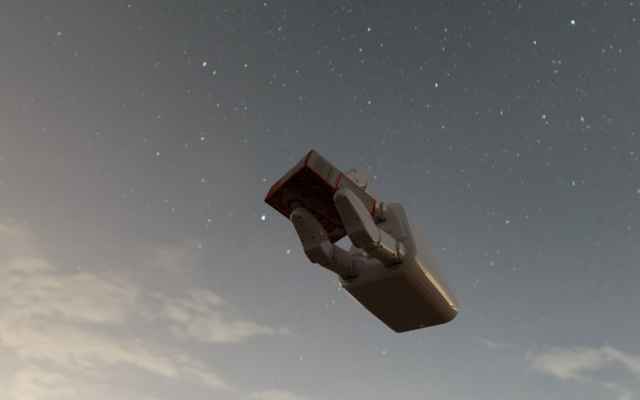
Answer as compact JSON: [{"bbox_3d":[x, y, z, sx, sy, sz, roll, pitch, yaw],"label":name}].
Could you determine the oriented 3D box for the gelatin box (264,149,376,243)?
[{"bbox_3d":[0.000,0.001,0.485,0.089,0.030,0.073,38,-48,-17],"label":"gelatin box"}]
